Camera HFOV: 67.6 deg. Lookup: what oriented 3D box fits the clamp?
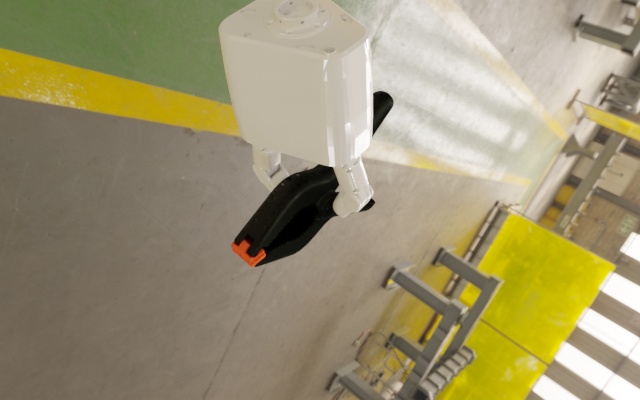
[{"bbox_3d":[0.000,0.002,0.491,0.036,0.165,0.210,35,62,27],"label":"clamp"}]
